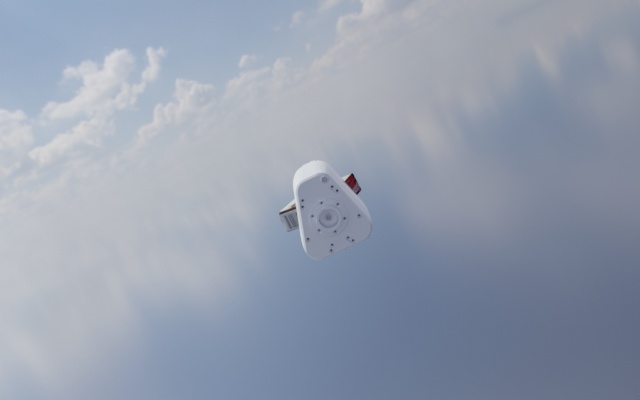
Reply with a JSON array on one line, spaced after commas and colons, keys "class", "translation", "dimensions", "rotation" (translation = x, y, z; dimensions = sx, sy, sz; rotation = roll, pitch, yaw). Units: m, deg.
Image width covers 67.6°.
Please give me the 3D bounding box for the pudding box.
[{"class": "pudding box", "translation": [0.000, 0.002, 0.772], "dimensions": [0.113, 0.039, 0.090], "rotation": [-18, 14, 30]}]
